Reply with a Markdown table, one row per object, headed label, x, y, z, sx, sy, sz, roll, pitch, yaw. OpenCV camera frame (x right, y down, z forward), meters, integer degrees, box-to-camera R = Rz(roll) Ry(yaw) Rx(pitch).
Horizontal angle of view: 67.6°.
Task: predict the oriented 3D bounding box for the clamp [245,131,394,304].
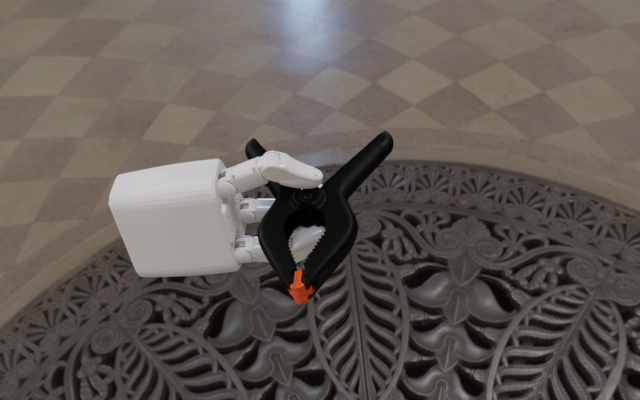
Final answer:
| label | x | y | z | sx | sy | sz | roll | pitch | yaw |
| --- | --- | --- | --- | --- | --- | --- | --- | --- | --- |
| clamp | 0.000 | 0.001 | 0.470 | 0.164 | 0.209 | 0.036 | -8 | -43 | 5 |
